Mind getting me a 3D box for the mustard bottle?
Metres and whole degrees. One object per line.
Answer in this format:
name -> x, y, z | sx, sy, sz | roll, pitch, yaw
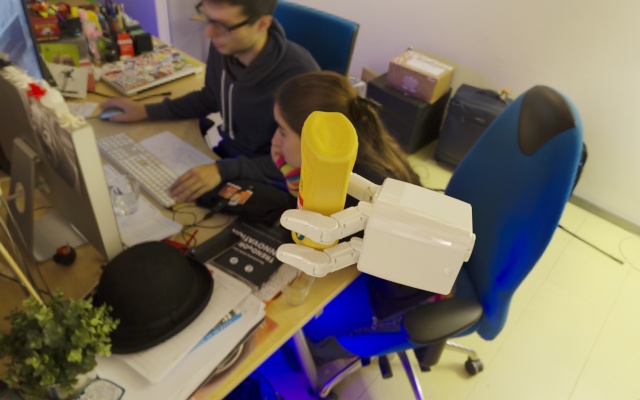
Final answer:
mustard bottle -> 0.000, 0.002, 0.549 | 0.058, 0.192, 0.096 | 1, 41, -8
